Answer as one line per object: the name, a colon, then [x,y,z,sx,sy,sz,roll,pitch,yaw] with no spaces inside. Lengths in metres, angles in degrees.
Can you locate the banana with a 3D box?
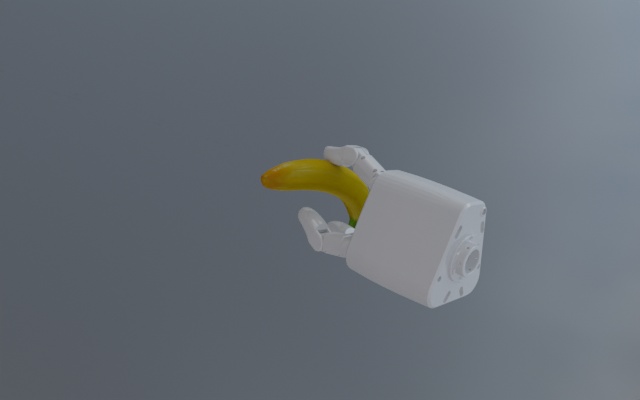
banana: [0.011,-0.013,0.583,0.037,0.069,0.198,29,0,42]
